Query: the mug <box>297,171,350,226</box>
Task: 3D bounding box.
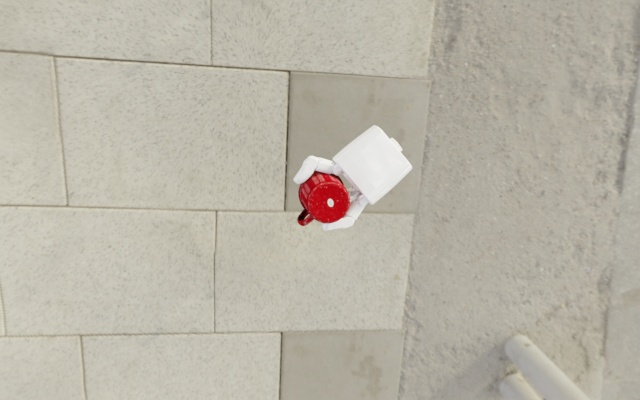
[{"bbox_3d":[-0.001,0.004,0.899,0.117,0.093,0.081,-43,17,3],"label":"mug"}]
